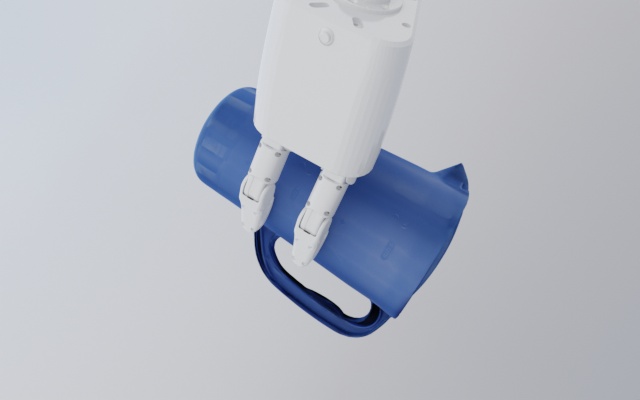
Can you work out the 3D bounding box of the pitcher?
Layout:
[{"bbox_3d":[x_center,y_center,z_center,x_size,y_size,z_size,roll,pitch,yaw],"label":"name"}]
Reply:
[{"bbox_3d":[0.000,0.001,0.451,0.243,0.145,0.149,30,49,13],"label":"pitcher"}]
